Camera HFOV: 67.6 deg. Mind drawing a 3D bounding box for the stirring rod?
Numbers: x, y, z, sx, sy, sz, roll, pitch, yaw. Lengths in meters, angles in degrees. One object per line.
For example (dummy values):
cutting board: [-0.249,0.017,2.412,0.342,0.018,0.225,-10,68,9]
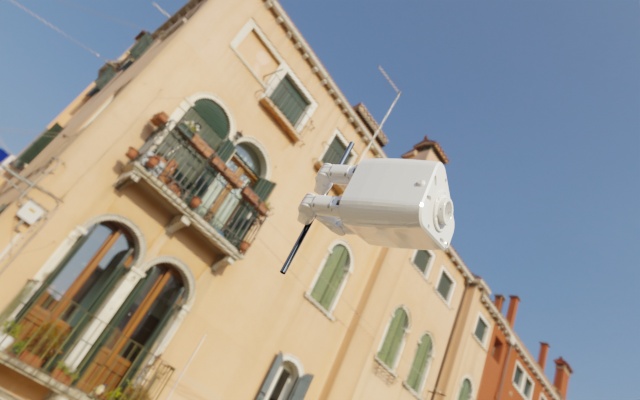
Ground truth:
stirring rod: [0.000,0.002,0.675,0.011,0.239,0.011,20,-32,13]
